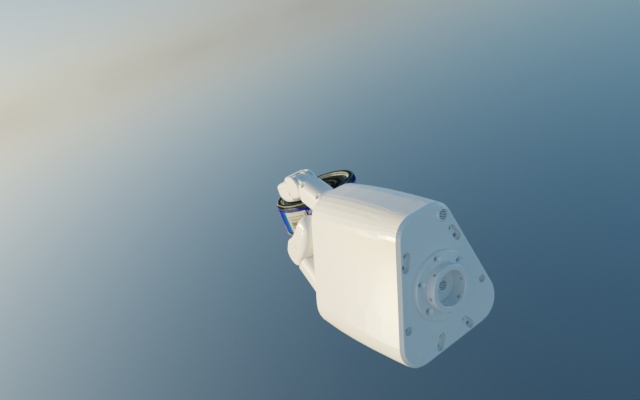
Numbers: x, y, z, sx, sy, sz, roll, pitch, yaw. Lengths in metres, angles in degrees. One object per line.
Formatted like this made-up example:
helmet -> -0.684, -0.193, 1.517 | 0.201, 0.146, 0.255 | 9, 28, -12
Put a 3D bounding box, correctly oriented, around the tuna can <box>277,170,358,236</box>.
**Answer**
tuna can -> 0.000, 0.001, 0.482 | 0.086, 0.034, 0.086 | -21, 16, 7
